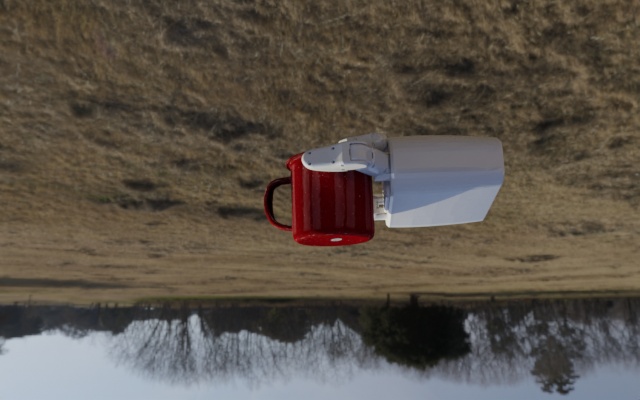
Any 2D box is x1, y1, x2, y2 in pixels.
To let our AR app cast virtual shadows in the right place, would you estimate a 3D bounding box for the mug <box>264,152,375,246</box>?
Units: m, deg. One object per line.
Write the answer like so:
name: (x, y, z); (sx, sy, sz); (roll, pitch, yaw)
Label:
mug: (-0.001, 0.002, 0.482); (0.117, 0.081, 0.093); (-3, -14, 5)
